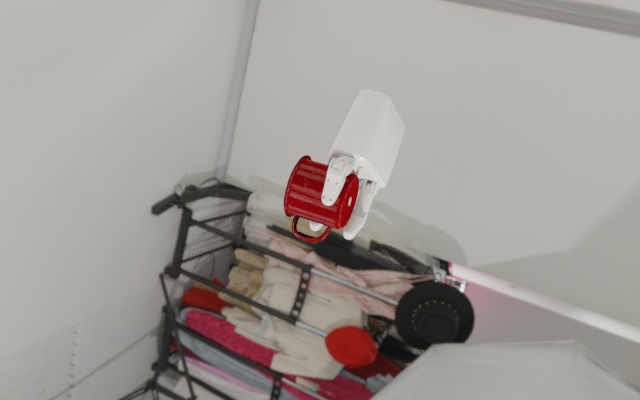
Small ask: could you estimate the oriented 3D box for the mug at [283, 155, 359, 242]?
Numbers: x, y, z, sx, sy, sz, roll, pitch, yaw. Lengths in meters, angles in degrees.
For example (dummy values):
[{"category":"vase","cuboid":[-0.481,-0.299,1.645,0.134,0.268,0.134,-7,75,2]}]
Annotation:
[{"category":"mug","cuboid":[0.000,0.004,0.672,0.081,0.117,0.093,18,-13,16]}]
